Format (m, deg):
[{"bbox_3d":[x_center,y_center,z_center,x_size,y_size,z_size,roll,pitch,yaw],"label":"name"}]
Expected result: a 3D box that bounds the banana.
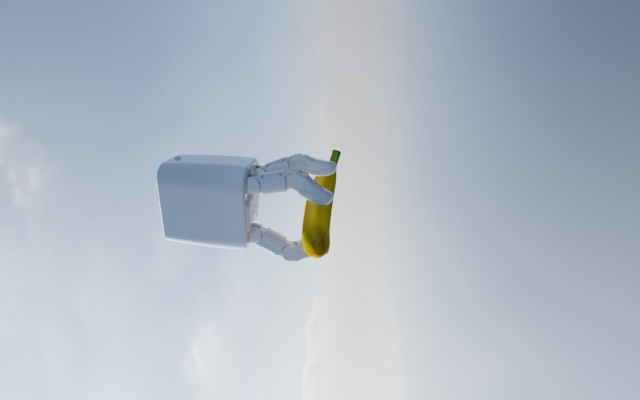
[{"bbox_3d":[-0.002,0.014,0.605,0.037,0.070,0.197,9,40,-1],"label":"banana"}]
